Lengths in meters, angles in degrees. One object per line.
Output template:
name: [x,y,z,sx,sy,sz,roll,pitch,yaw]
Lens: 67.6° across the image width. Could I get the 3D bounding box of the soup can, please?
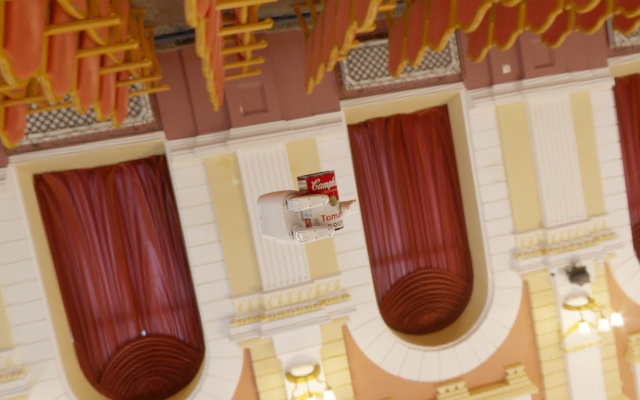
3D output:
soup can: [0.001,0.003,0.833,0.068,0.102,0.068,-10,5,1]
